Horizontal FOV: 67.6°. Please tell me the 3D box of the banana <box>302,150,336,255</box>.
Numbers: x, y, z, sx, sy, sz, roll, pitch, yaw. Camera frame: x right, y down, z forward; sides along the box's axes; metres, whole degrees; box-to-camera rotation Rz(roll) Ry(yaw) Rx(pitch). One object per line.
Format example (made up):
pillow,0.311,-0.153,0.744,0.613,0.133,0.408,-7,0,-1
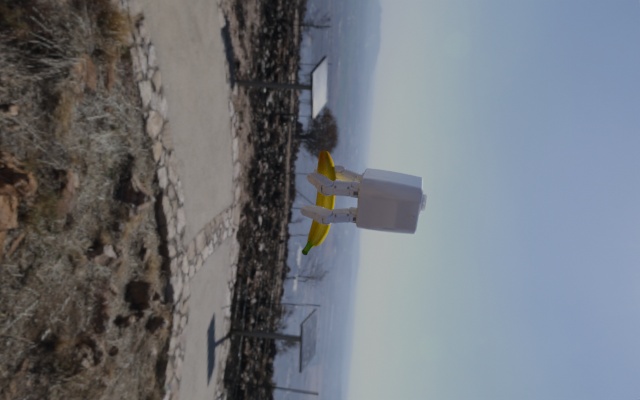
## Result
banana,0.005,0.003,0.892,0.037,0.198,0.069,12,12,14
